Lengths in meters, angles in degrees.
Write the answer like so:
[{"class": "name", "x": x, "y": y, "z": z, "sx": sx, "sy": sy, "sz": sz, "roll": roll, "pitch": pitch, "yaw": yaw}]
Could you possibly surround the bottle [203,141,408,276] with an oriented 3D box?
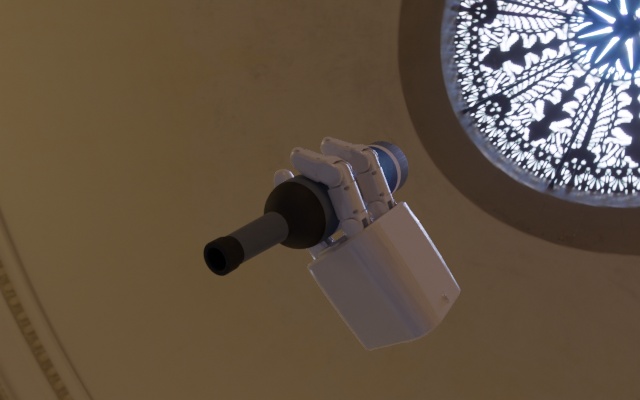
[{"class": "bottle", "x": 0.000, "y": 0.001, "z": 0.472, "sx": 0.069, "sy": 0.069, "sz": 0.295, "roll": 0, "pitch": 17, "yaw": 33}]
